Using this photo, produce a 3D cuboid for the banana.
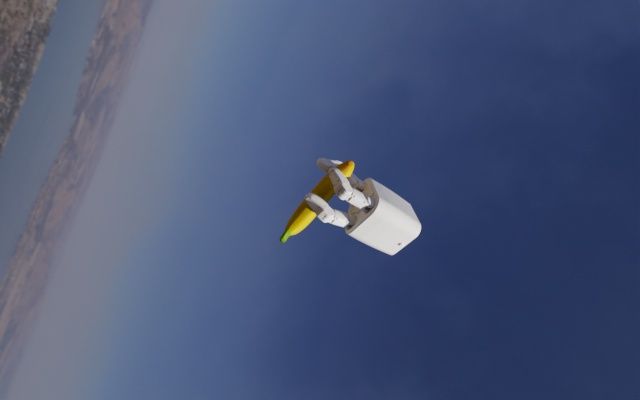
[{"bbox_3d":[-0.003,-0.001,0.888,0.037,0.198,0.069,37,13,-15],"label":"banana"}]
